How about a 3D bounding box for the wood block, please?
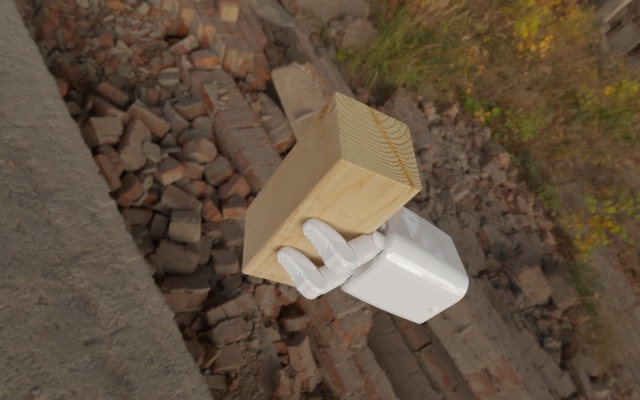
[{"bbox_3d":[0.000,0.001,0.504,0.090,0.090,0.206,19,-44,-24],"label":"wood block"}]
